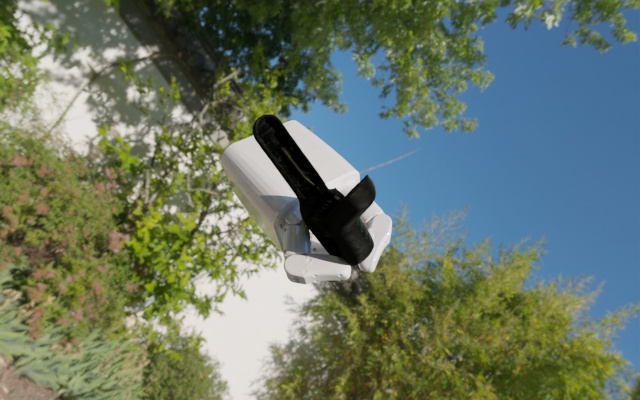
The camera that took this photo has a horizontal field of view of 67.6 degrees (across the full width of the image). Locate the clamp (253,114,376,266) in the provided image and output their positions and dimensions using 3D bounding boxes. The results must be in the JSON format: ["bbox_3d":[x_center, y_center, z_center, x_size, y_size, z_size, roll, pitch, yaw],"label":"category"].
[{"bbox_3d":[0.001,0.001,0.406,0.039,0.120,0.172,-37,-28,-15],"label":"clamp"}]
